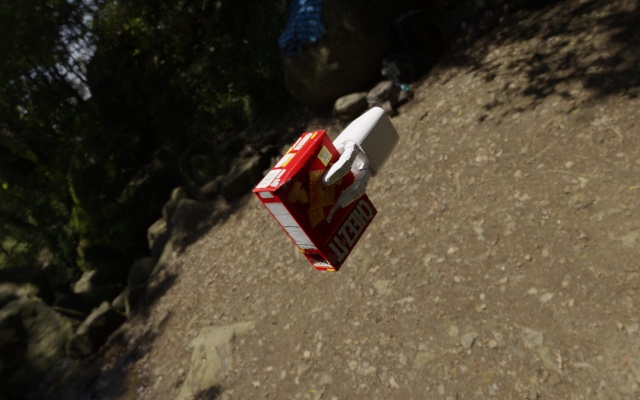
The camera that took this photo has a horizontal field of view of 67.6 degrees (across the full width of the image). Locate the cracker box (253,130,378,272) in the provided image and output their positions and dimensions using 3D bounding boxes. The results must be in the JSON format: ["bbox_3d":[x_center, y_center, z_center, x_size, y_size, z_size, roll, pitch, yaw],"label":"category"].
[{"bbox_3d":[0.000,0.003,0.896,0.072,0.214,0.164,-1,43,49],"label":"cracker box"}]
